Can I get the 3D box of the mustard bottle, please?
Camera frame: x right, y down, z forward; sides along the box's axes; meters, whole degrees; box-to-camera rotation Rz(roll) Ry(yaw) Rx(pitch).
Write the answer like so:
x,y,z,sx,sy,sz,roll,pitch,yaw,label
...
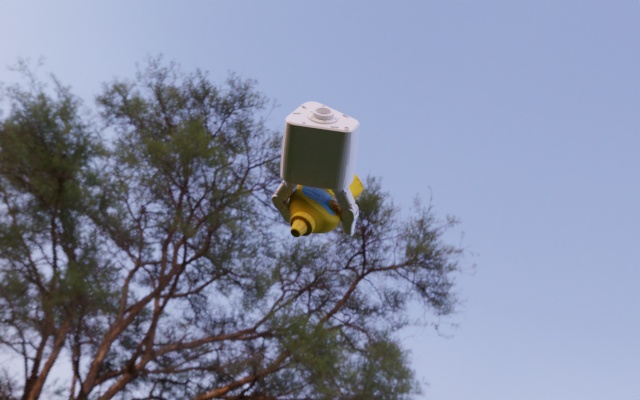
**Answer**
x,y,z,sx,sy,sz,roll,pitch,yaw,label
0.000,0.003,0.818,0.058,0.096,0.191,-53,-2,40,mustard bottle
